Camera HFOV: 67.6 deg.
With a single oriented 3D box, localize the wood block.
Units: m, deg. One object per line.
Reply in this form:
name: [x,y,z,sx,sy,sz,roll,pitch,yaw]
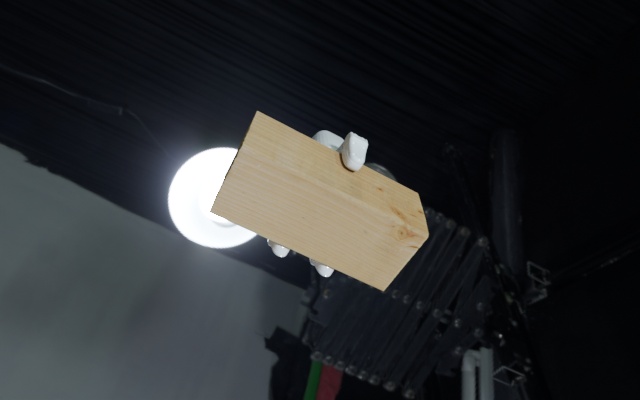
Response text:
wood block: [0.000,0.001,0.515,0.206,0.091,0.090,25,29,-12]
